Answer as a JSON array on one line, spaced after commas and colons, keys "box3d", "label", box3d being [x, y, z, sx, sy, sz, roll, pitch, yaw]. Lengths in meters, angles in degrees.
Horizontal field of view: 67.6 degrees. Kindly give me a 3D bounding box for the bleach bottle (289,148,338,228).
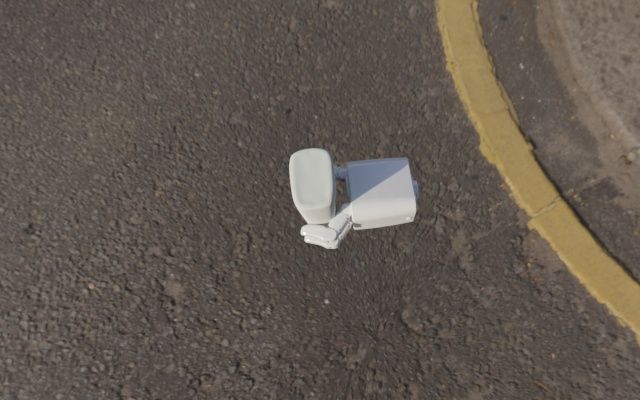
[{"box3d": [0.000, 0.003, 0.831, 0.068, 0.102, 0.251, -6, -17, 4], "label": "bleach bottle"}]
